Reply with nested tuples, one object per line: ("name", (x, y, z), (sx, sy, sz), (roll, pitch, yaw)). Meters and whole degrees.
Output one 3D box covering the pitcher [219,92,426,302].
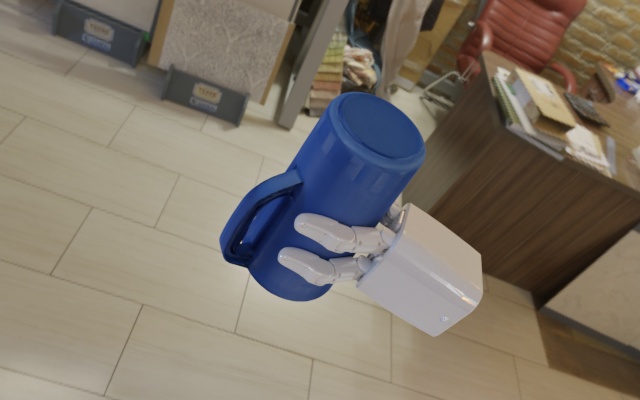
("pitcher", (0.000, 0.002, 0.532), (0.145, 0.243, 0.149), (34, 43, 0))
